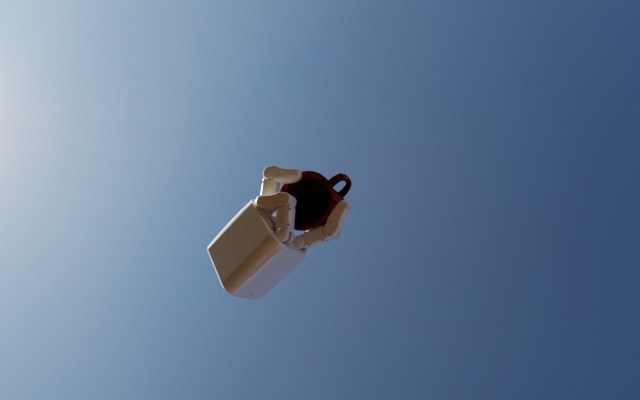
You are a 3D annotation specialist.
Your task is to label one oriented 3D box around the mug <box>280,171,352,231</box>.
[{"bbox_3d":[0.001,0.001,0.744,0.117,0.093,0.081,-43,-29,7],"label":"mug"}]
